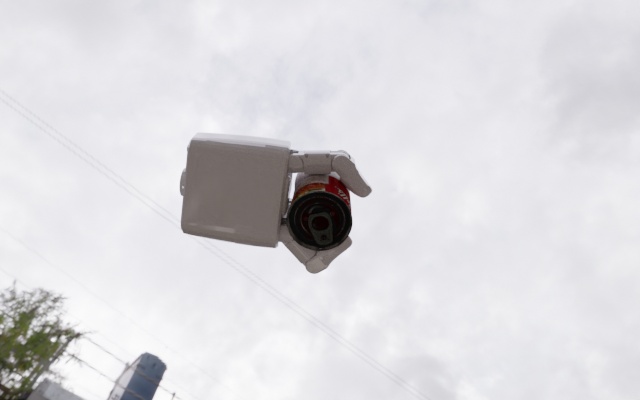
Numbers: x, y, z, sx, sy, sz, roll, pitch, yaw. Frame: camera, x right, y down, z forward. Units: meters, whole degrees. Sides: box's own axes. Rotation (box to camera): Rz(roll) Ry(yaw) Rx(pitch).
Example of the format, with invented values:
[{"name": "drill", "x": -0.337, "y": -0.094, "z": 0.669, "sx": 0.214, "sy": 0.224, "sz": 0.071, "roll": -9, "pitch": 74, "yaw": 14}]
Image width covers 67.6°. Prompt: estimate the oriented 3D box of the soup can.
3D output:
[{"name": "soup can", "x": 0.001, "y": 0.002, "z": 0.531, "sx": 0.068, "sy": 0.068, "sz": 0.102, "roll": 0, "pitch": 24, "yaw": 2}]
